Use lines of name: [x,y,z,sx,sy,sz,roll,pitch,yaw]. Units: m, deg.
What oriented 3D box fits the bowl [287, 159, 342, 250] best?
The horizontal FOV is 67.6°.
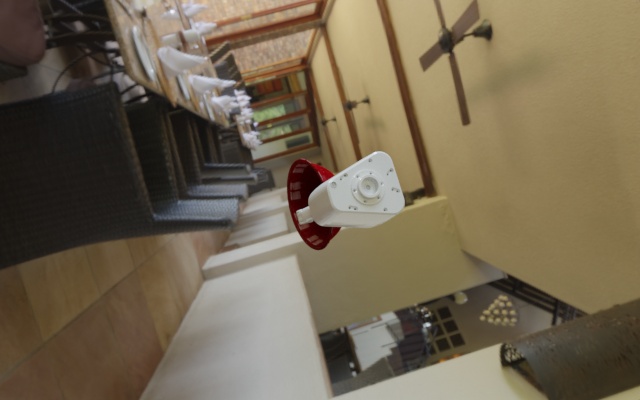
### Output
bowl: [0.000,0.003,0.839,0.055,0.162,0.162,-13,6,-28]
